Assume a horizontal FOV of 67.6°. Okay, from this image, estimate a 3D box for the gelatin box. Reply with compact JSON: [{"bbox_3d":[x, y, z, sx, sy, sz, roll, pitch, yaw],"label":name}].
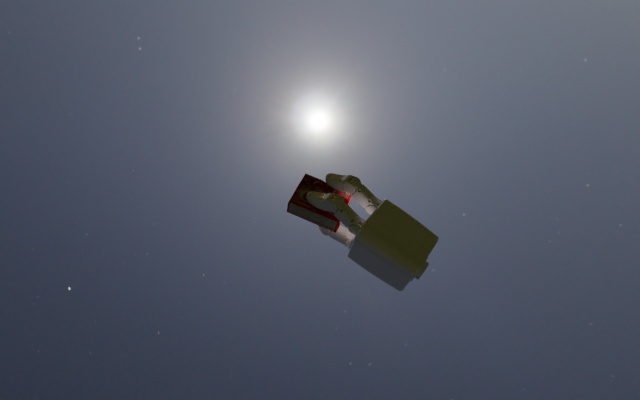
[{"bbox_3d":[0.000,0.003,0.776,0.089,0.073,0.030,22,-42,6],"label":"gelatin box"}]
